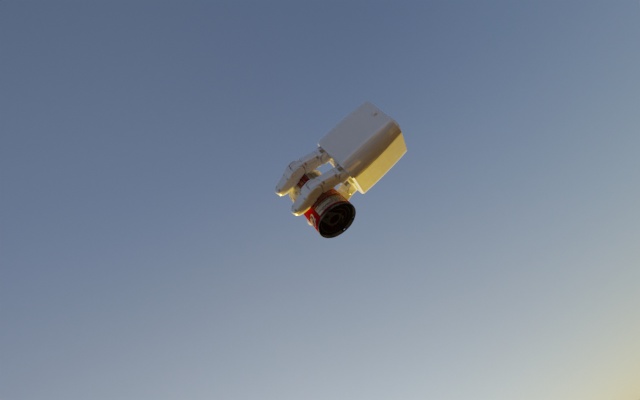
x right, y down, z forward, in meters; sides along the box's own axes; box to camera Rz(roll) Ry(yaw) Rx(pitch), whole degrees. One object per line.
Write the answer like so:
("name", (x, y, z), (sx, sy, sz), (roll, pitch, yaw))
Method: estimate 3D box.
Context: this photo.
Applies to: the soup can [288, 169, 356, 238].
("soup can", (0.000, 0.003, 0.763), (0.068, 0.068, 0.102), (0, 35, -39))
